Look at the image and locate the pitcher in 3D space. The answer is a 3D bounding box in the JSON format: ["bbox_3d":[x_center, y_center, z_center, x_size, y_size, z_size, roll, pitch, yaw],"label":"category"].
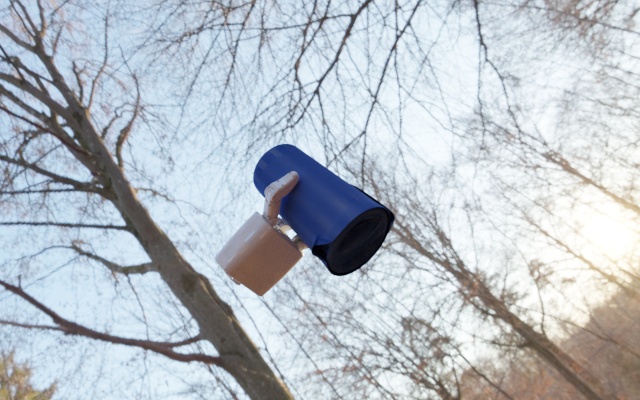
[{"bbox_3d":[0.000,0.003,0.814,0.242,0.145,0.149,42,-3,35],"label":"pitcher"}]
